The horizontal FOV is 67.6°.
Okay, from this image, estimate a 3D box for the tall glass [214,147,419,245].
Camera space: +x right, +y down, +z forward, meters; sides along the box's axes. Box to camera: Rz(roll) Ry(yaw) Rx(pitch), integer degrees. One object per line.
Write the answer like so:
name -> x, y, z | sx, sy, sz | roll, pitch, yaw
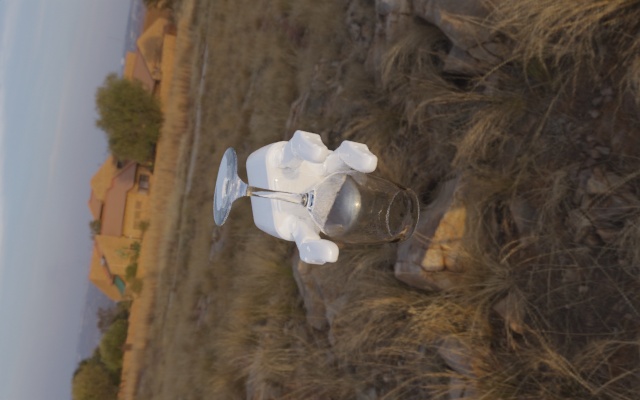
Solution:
tall glass -> 0.000, 0.002, 0.483 | 0.201, 0.079, 0.079 | 9, -4, -23
